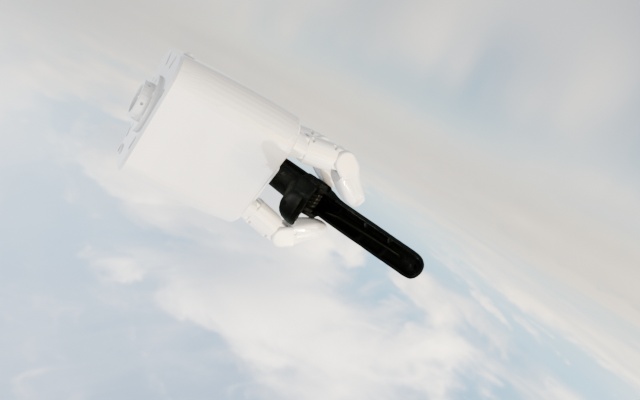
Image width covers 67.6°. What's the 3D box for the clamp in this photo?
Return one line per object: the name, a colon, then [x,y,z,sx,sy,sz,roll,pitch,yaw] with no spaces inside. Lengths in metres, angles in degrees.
clamp: [-0.001,0.002,0.466,0.164,0.036,0.210,30,7,-31]
